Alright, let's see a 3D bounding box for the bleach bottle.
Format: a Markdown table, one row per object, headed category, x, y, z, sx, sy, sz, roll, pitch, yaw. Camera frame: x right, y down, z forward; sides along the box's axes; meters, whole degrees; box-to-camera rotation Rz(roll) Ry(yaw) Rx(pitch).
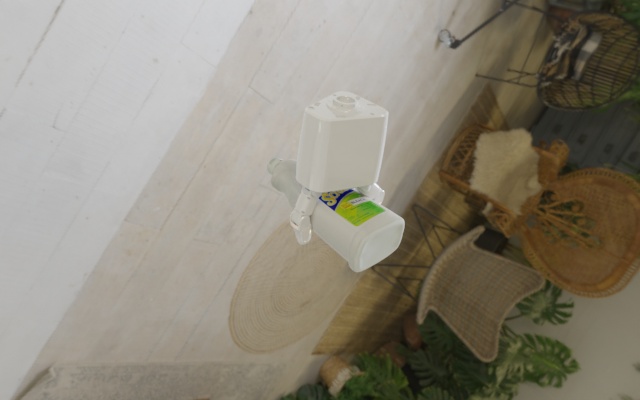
| category | x | y | z | sx | sy | sz | roll | pitch | yaw |
| --- | --- | --- | --- | --- | --- | --- | --- | --- | --- |
| bleach bottle | 0.000 | 0.002 | 0.718 | 0.102 | 0.068 | 0.250 | -23 | 44 | -38 |
